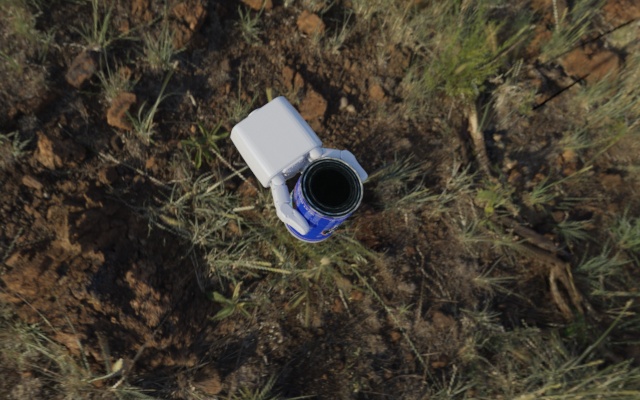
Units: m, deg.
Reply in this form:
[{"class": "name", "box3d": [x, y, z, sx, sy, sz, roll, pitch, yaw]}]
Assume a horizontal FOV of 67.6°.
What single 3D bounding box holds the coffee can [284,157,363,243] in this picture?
[{"class": "coffee can", "box3d": [0.000, 0.003, 0.798, 0.103, 0.102, 0.140, 0, -20, -16]}]
